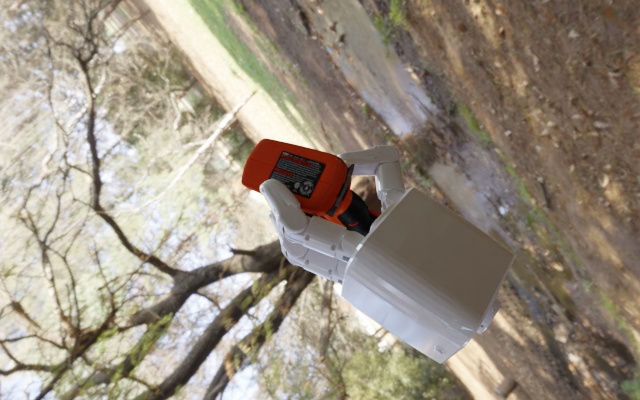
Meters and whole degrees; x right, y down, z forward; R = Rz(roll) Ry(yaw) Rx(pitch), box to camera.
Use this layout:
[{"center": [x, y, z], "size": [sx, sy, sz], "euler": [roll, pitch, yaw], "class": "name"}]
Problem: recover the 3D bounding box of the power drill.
[{"center": [0.000, 0.002, 0.510], "size": [0.184, 0.057, 0.188], "euler": [17, -11, 32], "class": "power drill"}]
